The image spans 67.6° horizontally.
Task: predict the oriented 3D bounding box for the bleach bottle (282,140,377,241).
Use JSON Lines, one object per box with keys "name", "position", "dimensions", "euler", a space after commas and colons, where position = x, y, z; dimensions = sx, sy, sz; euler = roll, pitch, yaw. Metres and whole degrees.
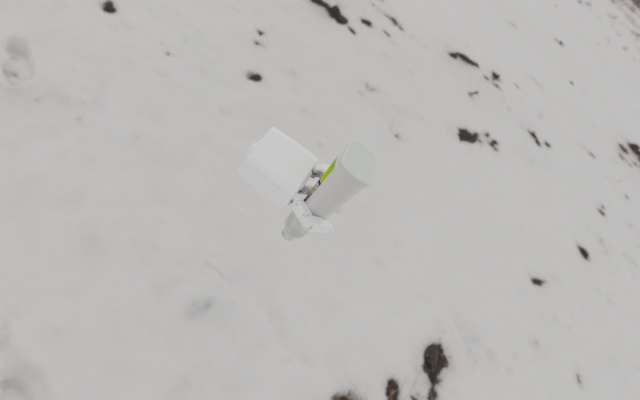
{"name": "bleach bottle", "position": [0.000, 0.003, 0.878], "dimensions": [0.251, 0.068, 0.102], "euler": [-46, 11, 38]}
